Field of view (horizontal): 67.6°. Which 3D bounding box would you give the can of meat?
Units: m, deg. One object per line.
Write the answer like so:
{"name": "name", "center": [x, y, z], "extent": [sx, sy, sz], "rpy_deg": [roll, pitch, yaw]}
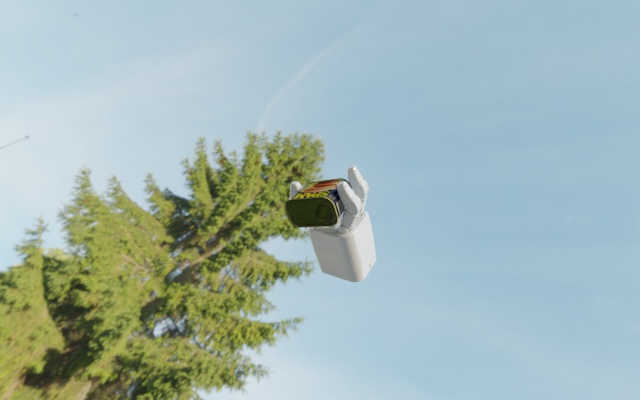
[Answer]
{"name": "can of meat", "center": [0.000, 0.003, 0.862], "extent": [0.102, 0.057, 0.084], "rpy_deg": [-4, 25, 31]}
